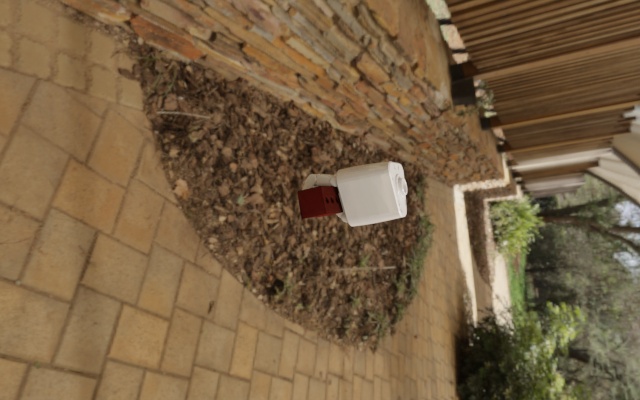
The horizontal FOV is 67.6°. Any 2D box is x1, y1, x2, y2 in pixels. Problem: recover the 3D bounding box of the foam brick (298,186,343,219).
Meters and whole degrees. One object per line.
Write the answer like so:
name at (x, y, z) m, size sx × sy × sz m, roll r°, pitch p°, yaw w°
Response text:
foam brick at (0.000, 0.003, 0.888) m, size 0.051 × 0.053 × 0.078 m, roll -12°, pitch -4°, yaw 26°
